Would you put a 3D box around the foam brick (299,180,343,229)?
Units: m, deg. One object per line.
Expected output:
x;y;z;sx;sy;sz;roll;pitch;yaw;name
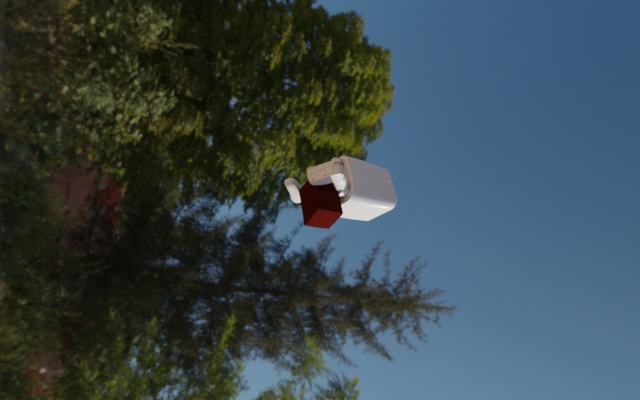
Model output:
0.000;0.003;0.839;0.051;0.078;0.053;14;-42;-29;foam brick
